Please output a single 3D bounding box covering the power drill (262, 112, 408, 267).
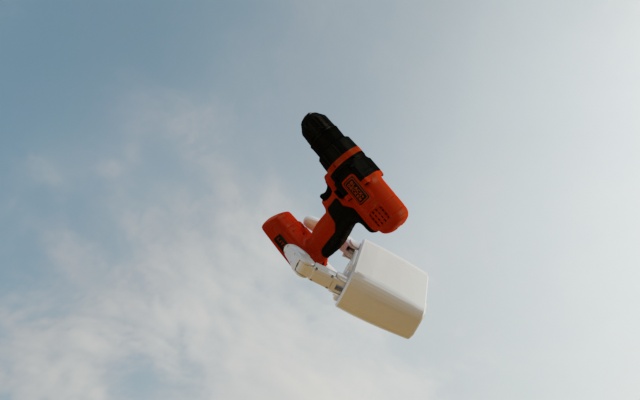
[{"bbox_3d":[0.000,0.003,0.637,0.188,0.184,0.057,-46,-13,36],"label":"power drill"}]
